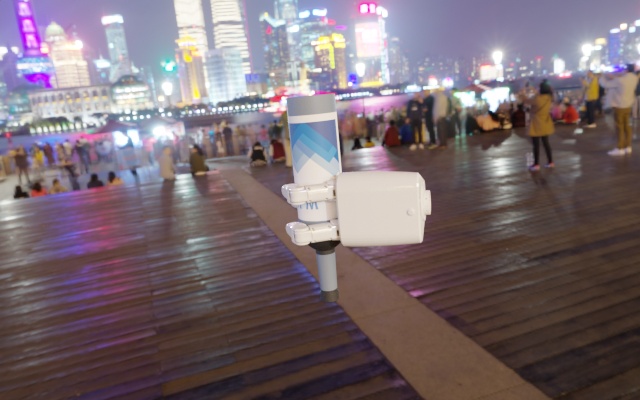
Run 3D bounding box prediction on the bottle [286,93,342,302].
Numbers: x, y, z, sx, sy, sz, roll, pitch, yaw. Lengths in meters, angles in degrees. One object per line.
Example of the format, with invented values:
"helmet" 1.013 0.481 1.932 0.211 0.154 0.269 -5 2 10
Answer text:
"bottle" 0.000 0.002 0.673 0.069 0.296 0.069 -5 12 1
